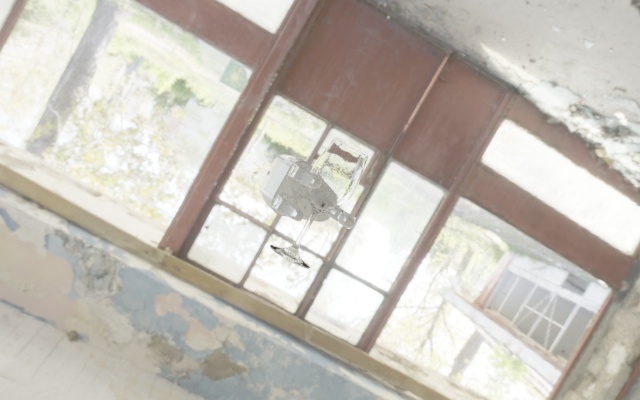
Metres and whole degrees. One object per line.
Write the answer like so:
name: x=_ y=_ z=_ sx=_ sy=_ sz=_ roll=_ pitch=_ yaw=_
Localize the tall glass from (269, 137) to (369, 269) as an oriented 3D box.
tall glass: x=0.000 y=0.003 z=0.751 sx=0.079 sy=0.201 sz=0.079 roll=30 pitch=2 yaw=-1
